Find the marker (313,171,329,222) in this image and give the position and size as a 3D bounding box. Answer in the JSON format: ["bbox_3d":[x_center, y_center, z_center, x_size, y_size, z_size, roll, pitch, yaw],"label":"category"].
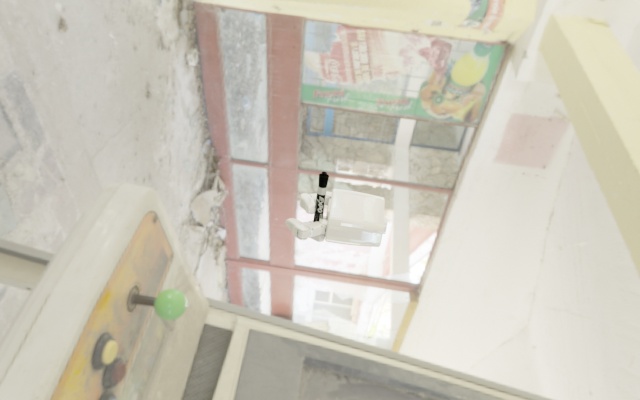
[{"bbox_3d":[0.000,0.003,0.891,0.020,0.121,0.020,6,26,-3],"label":"marker"}]
